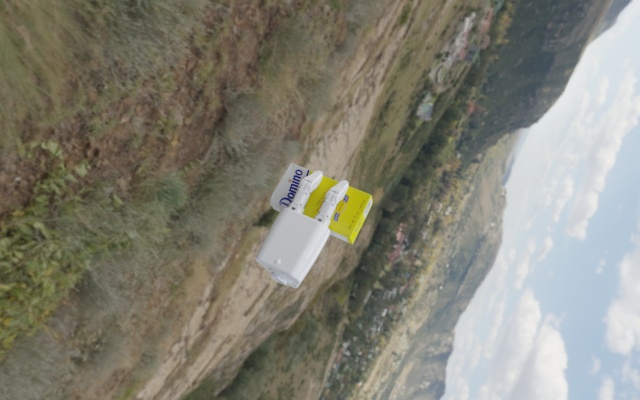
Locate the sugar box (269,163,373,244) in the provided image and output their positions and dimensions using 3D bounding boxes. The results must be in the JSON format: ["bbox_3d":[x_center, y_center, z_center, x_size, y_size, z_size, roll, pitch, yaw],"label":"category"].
[{"bbox_3d":[0.000,0.003,0.898,0.176,0.093,0.048,23,-17,18],"label":"sugar box"}]
